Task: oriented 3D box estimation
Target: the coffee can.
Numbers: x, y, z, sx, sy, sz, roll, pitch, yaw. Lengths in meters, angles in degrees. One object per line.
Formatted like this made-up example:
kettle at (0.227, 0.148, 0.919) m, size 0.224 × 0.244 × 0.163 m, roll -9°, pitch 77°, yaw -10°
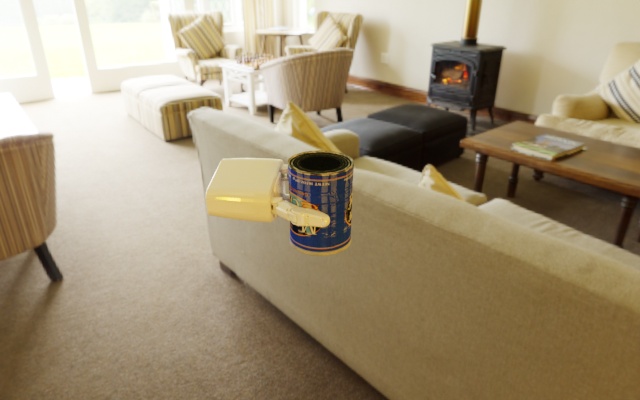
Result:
coffee can at (0.000, 0.003, 0.765) m, size 0.103 × 0.140 × 0.102 m, roll 0°, pitch 25°, yaw 0°
